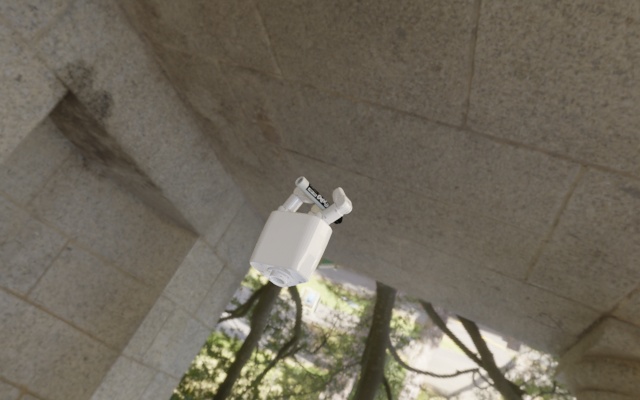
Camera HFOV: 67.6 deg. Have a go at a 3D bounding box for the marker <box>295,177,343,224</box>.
[{"bbox_3d":[0.000,0.003,0.833,0.020,0.020,0.121,0,-37,47],"label":"marker"}]
